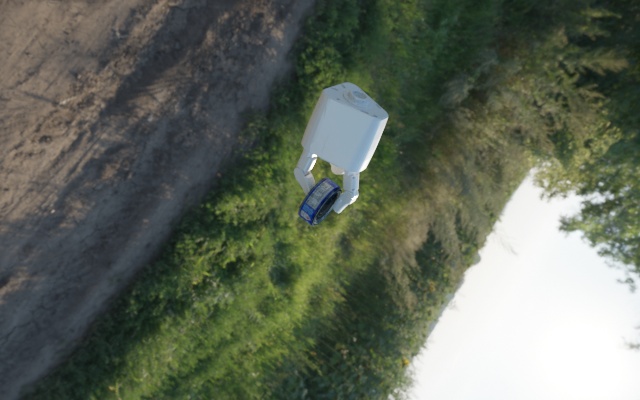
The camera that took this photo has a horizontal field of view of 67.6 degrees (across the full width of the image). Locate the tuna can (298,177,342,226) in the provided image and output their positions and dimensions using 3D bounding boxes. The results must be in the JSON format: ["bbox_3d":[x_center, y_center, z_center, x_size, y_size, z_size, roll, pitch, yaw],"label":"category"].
[{"bbox_3d":[0.001,0.003,0.844,0.033,0.086,0.086,38,10,14],"label":"tuna can"}]
